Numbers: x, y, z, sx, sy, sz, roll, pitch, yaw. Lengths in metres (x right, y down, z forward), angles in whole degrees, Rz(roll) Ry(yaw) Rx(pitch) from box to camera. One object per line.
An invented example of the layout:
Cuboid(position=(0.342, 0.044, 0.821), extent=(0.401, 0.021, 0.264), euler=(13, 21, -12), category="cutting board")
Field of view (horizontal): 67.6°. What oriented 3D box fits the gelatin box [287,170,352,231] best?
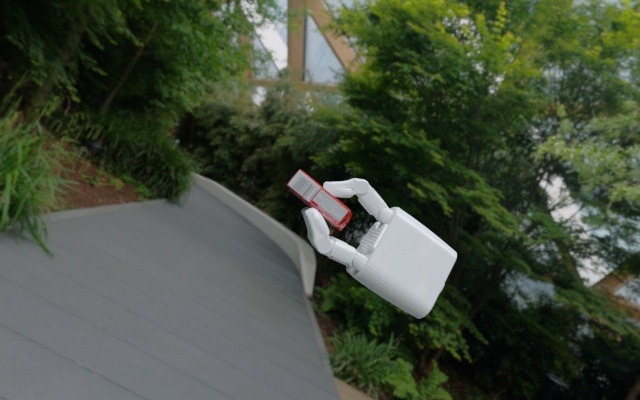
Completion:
Cuboid(position=(0.000, 0.002, 0.640), extent=(0.089, 0.030, 0.073), euler=(39, -3, 7), category="gelatin box")
